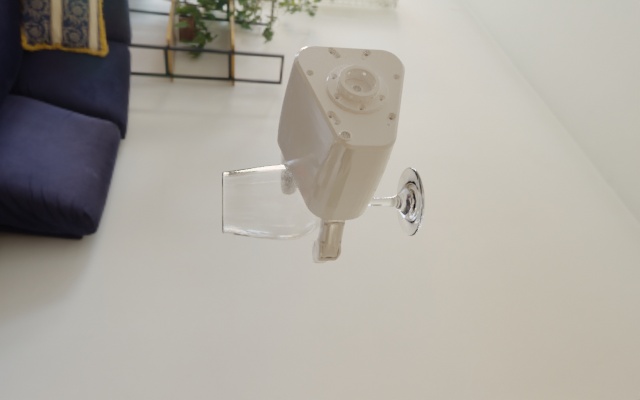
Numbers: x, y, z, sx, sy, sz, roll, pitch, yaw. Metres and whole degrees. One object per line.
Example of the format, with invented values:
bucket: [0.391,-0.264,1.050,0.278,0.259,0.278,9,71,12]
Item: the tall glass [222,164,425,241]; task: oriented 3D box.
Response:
tall glass: [0.001,0.002,0.495,0.201,0.079,0.079,-1,0,-12]
